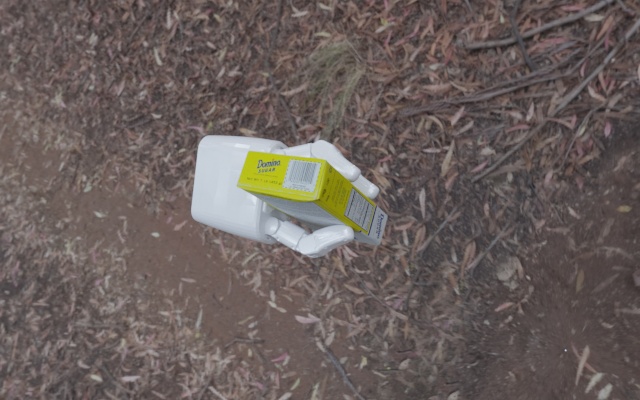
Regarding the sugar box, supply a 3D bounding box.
[{"bbox_3d":[0.000,0.001,0.518,0.093,0.048,0.176,10,-11,29],"label":"sugar box"}]
